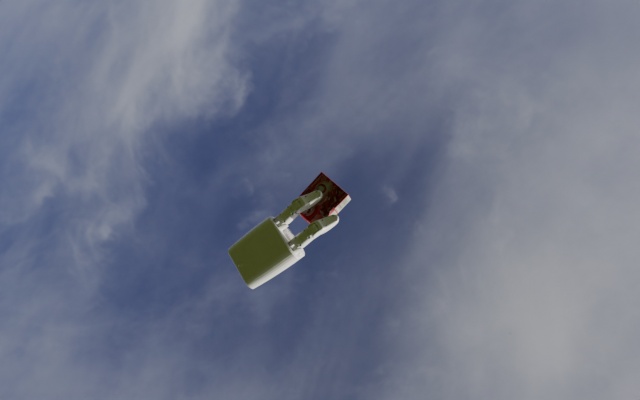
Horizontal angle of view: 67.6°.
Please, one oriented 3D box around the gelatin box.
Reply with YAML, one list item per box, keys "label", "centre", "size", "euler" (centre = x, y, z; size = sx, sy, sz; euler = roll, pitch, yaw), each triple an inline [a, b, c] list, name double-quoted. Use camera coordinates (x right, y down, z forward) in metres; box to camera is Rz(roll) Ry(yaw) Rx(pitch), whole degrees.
- label: "gelatin box"
  centre: [0.000, 0.003, 0.897]
  size: [0.073, 0.089, 0.030]
  euler: [41, -5, 24]
